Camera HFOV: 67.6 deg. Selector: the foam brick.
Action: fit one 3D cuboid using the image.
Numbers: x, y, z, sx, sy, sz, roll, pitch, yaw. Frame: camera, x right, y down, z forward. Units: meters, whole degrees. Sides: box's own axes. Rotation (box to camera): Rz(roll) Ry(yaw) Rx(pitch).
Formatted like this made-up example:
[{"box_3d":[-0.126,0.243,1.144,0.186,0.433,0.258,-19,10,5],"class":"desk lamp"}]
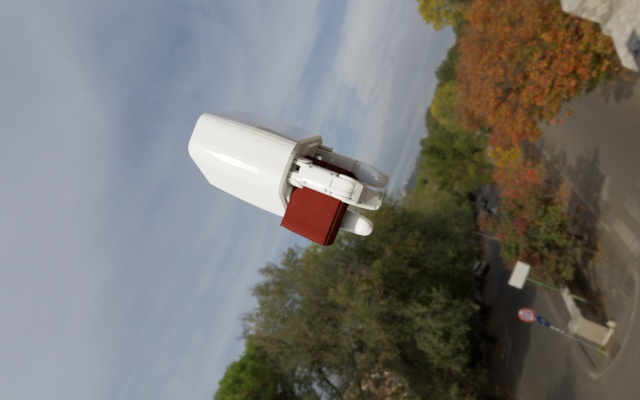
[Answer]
[{"box_3d":[0.000,0.002,0.491,0.051,0.078,0.053,21,-1,10],"class":"foam brick"}]
